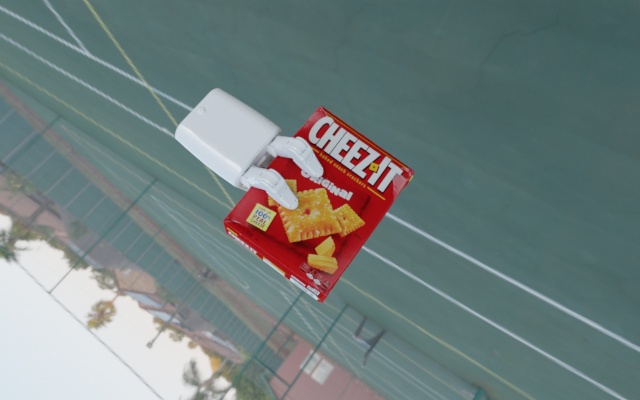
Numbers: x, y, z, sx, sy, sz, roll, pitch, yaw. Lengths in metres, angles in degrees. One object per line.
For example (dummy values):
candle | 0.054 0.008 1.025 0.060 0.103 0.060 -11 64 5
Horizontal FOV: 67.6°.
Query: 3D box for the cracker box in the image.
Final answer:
cracker box | 0.000 0.002 0.646 0.164 0.213 0.072 36 -18 5
